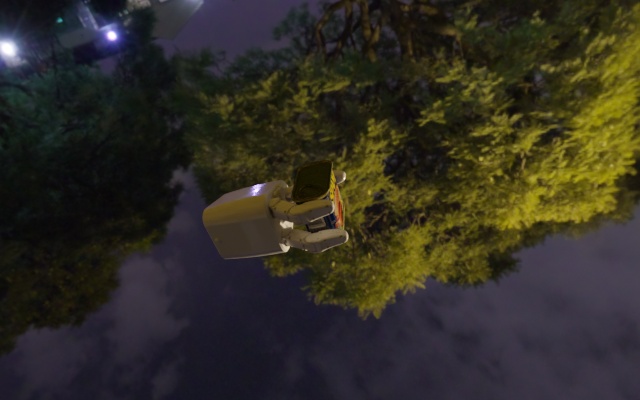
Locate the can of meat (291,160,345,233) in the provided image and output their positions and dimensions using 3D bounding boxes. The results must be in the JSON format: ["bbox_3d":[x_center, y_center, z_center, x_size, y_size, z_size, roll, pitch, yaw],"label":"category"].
[{"bbox_3d":[0.000,0.003,0.712,0.057,0.084,0.102,-12,33,13],"label":"can of meat"}]
